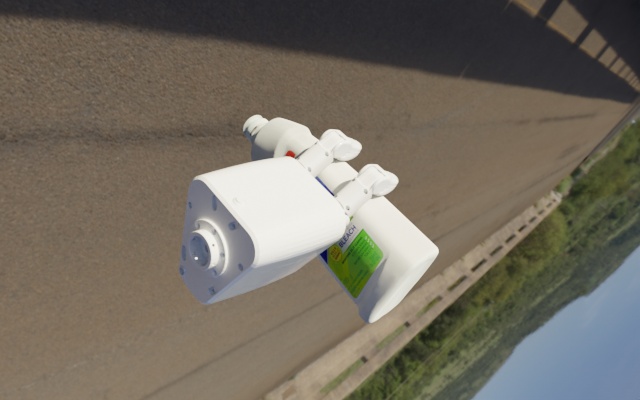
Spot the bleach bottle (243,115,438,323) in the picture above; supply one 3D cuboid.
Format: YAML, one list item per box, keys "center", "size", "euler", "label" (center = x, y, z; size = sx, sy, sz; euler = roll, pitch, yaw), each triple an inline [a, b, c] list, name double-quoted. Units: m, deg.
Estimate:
- center: [0.000, 0.002, 0.505]
  size: [0.250, 0.103, 0.068]
  euler: [45, 37, 23]
  label: "bleach bottle"
